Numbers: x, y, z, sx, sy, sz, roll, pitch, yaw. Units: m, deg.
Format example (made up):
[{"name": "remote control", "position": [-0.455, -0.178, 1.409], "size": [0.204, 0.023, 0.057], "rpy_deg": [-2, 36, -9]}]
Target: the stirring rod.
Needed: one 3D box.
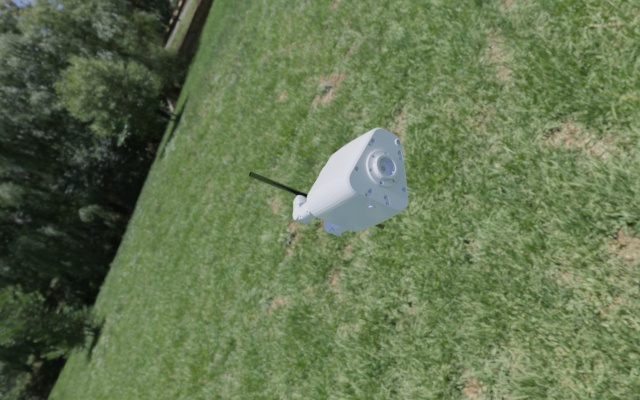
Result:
[{"name": "stirring rod", "position": [0.000, 0.002, 0.749], "size": [0.239, 0.011, 0.011], "rpy_deg": [22, -8, -21]}]
